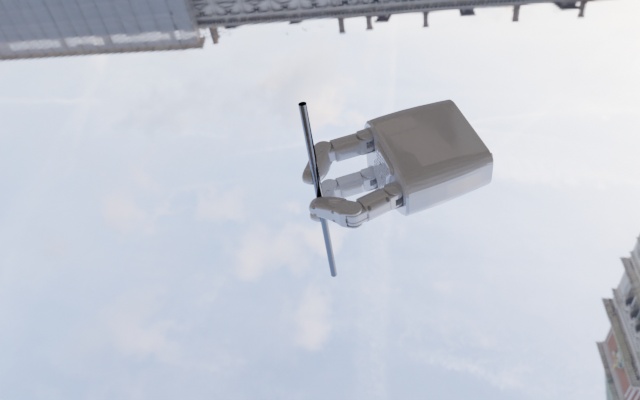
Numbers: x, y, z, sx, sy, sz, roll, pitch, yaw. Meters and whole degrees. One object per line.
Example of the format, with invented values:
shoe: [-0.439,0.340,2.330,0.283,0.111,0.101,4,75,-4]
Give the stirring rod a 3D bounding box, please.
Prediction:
stirring rod: [0.000,0.002,0.515,0.011,0.240,0.011,-6,41,5]
